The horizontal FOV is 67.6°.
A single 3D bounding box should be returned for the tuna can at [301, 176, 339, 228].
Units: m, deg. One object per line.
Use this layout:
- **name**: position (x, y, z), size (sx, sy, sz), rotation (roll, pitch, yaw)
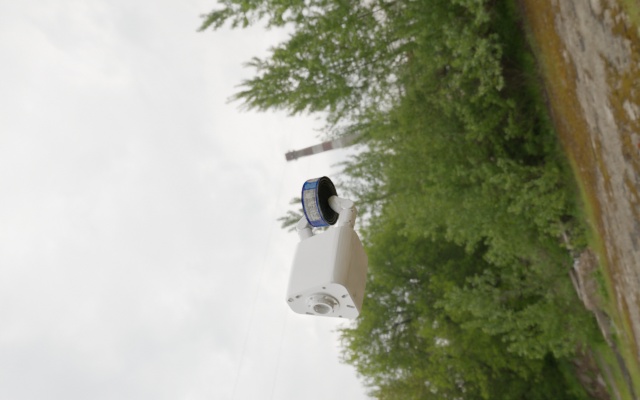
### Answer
- **tuna can**: position (0.000, 0.003, 0.811), size (0.034, 0.086, 0.086), rotation (-10, -4, 24)
